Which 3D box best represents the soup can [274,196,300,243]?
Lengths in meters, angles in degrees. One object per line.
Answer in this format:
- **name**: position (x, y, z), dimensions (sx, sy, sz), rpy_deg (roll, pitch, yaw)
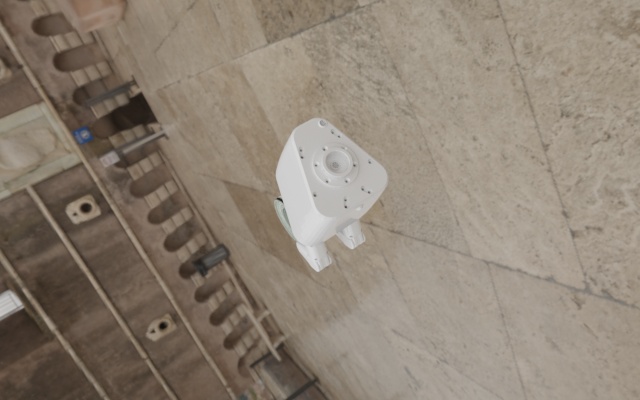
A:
- **soup can**: position (0.000, 0.002, 0.621), dimensions (0.102, 0.068, 0.068), rpy_deg (-31, 12, -20)
